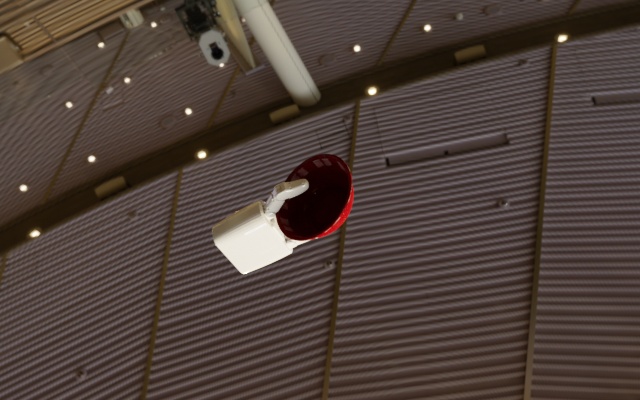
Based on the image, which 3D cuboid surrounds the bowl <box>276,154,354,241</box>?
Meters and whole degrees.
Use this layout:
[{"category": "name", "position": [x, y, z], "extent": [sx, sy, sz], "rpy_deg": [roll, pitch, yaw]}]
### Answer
[{"category": "bowl", "position": [0.001, 0.002, 0.823], "extent": [0.162, 0.162, 0.055], "rpy_deg": [0, -24, 41]}]
